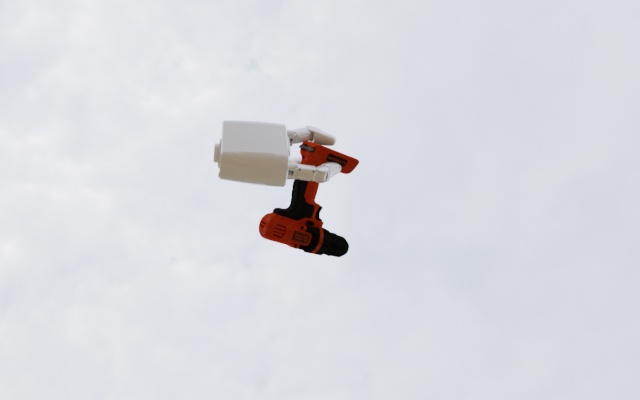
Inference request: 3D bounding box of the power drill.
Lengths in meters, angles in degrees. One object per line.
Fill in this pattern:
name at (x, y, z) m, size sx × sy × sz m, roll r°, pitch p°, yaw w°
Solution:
power drill at (0.000, 0.002, 0.841) m, size 0.184 × 0.187 × 0.057 m, roll 19°, pitch 2°, yaw -34°
